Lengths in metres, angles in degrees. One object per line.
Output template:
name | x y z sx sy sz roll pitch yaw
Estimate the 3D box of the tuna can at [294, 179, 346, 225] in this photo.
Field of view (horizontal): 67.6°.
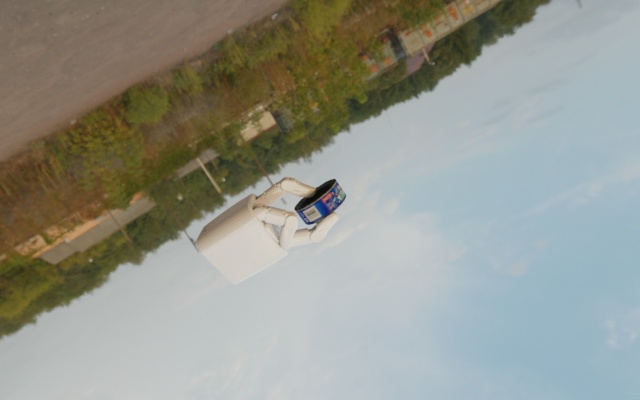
tuna can | 0.001 0.003 0.794 0.086 0.034 0.086 -34 13 9
